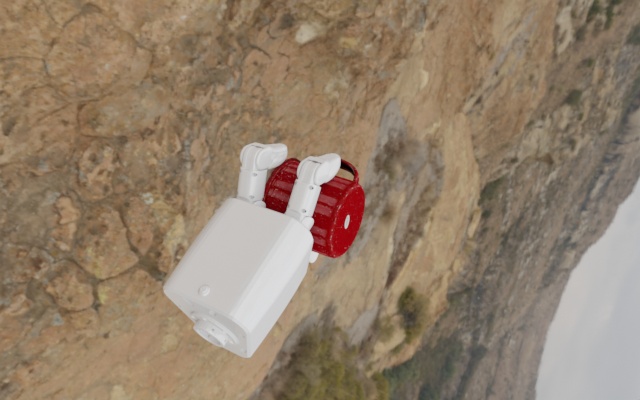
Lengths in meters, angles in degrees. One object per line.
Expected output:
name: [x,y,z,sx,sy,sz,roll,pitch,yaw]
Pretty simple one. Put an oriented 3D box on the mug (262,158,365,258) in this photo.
mug: [0.001,0.001,0.505,0.081,0.117,0.093,18,-34,24]
